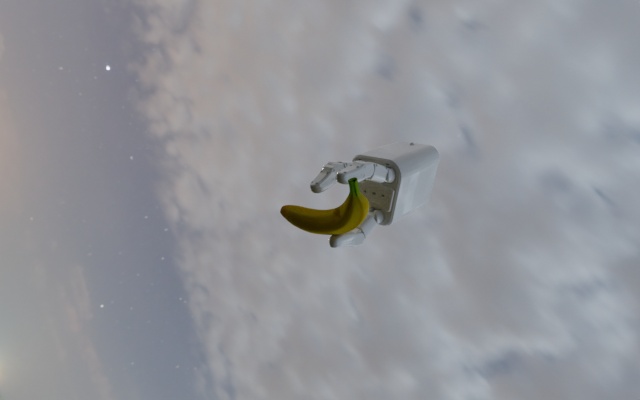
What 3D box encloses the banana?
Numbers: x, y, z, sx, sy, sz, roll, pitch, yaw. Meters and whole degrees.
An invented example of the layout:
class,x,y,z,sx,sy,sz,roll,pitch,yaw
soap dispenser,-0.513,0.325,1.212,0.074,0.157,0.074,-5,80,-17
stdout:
class,x,y,z,sx,sy,sz,roll,pitch,yaw
banana,0.010,0.018,0.682,0.037,0.069,0.198,-28,4,-37
